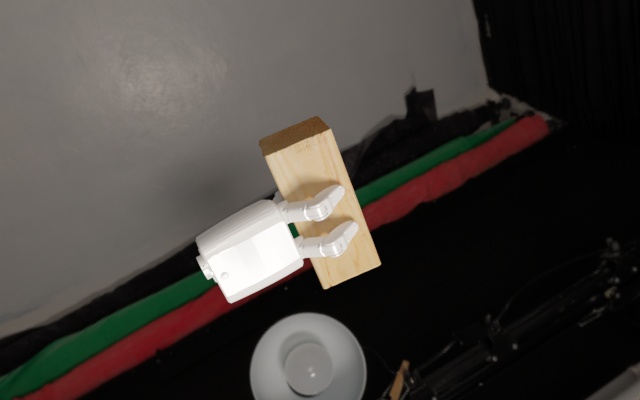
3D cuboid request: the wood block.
[{"bbox_3d":[0.000,0.002,0.653,0.090,0.206,0.090,-23,24,-3],"label":"wood block"}]
